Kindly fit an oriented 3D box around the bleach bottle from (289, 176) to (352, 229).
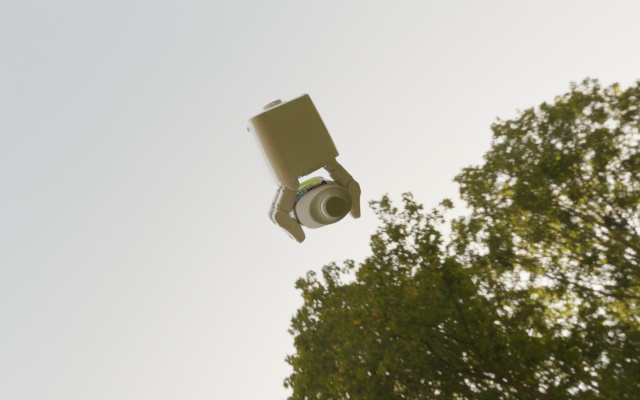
[{"bbox_3d":[0.000,0.003,0.739,0.102,0.068,0.251,-26,6,-11],"label":"bleach bottle"}]
